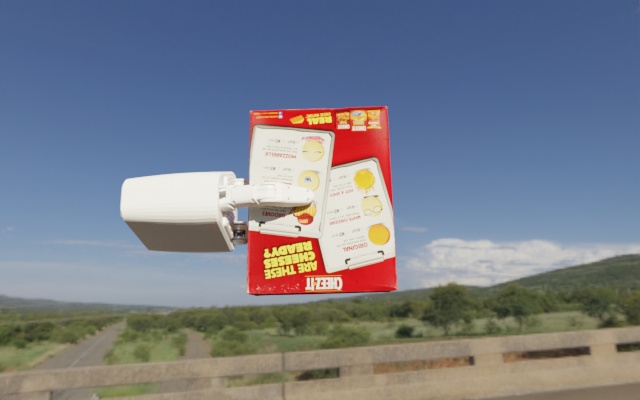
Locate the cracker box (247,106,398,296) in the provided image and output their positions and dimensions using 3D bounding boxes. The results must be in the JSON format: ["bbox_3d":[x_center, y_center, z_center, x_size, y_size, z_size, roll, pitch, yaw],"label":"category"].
[{"bbox_3d":[0.000,0.002,0.562,0.164,0.213,0.072,-2,-13,2],"label":"cracker box"}]
